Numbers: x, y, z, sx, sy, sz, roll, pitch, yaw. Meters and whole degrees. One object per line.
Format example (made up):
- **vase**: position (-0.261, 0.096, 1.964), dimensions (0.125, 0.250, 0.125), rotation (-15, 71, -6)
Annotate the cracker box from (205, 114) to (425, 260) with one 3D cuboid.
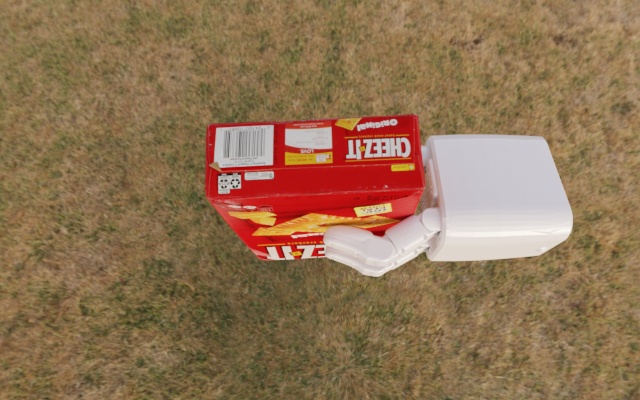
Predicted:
- **cracker box**: position (0.000, 0.001, 0.451), dimensions (0.164, 0.072, 0.214), rotation (-3, -19, 2)
